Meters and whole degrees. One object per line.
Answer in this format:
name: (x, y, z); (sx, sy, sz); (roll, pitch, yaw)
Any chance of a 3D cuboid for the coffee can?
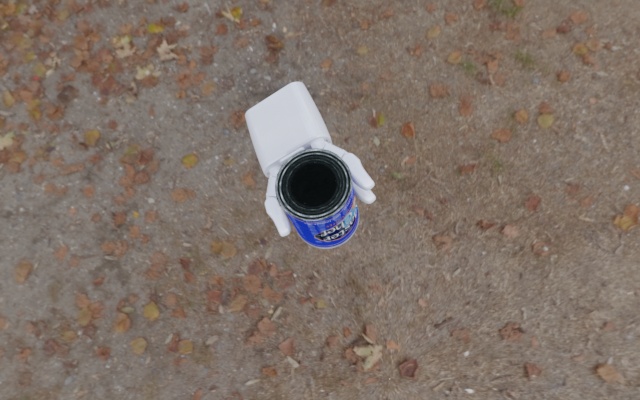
coffee can: (0.000, 0.002, 0.684); (0.103, 0.102, 0.140); (0, -20, 8)
